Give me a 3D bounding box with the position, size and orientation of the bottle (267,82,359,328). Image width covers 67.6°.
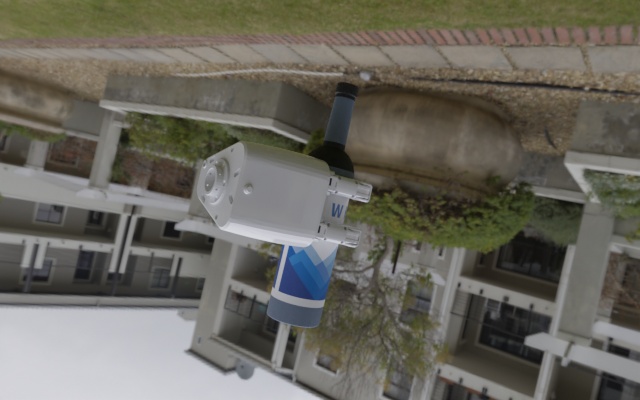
[{"bbox_3d":[0.000,0.002,0.587,0.069,0.295,0.069,13,0,0],"label":"bottle"}]
